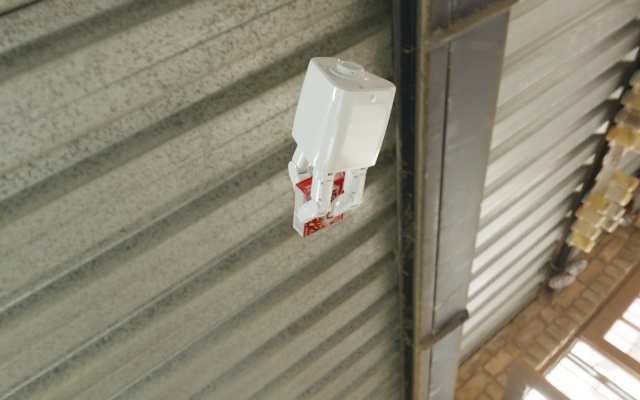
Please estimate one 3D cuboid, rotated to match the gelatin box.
[{"bbox_3d":[0.000,0.002,0.676,0.073,0.089,0.030,-24,51,-28],"label":"gelatin box"}]
